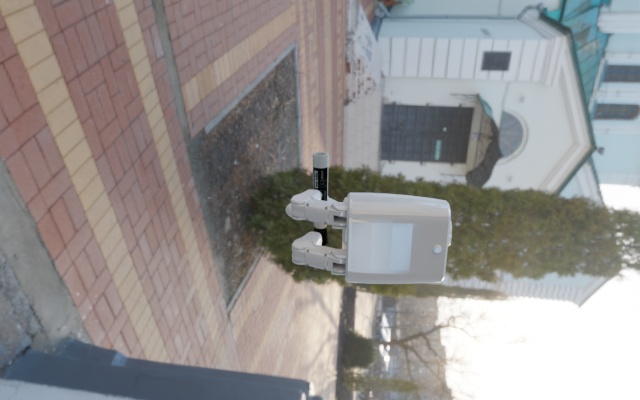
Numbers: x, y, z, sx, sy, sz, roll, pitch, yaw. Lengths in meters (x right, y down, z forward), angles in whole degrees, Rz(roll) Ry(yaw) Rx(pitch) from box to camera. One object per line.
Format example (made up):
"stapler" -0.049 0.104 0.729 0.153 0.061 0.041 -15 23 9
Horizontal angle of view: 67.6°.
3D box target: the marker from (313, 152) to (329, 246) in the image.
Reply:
"marker" 0.000 0.002 0.576 0.020 0.121 0.020 0 20 0
